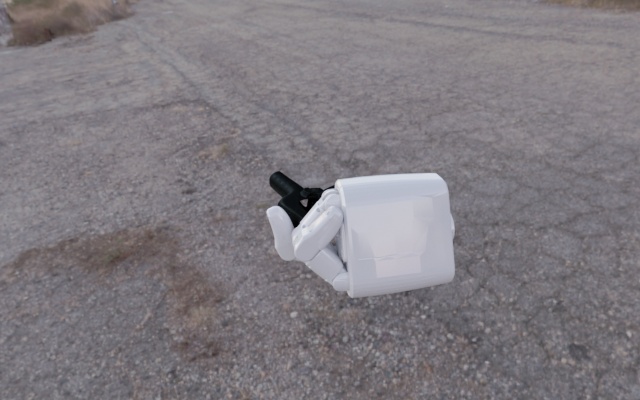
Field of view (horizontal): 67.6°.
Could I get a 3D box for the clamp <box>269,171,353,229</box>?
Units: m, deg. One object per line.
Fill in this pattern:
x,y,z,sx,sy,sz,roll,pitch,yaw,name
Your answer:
0.000,0.001,0.577,0.120,0.039,0.171,-4,25,-6,clamp
